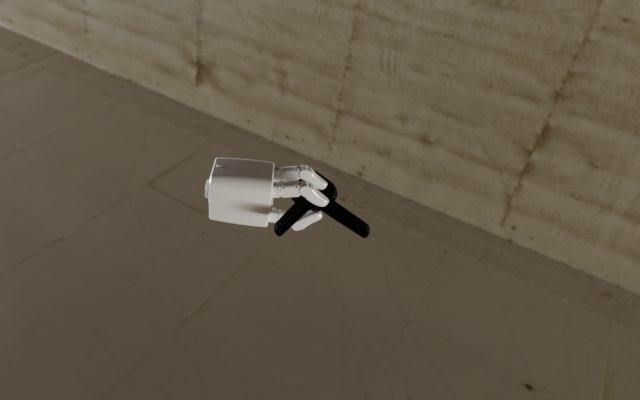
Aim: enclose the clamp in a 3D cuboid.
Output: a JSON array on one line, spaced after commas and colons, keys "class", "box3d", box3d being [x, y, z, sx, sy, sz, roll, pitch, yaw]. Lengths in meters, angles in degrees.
[{"class": "clamp", "box3d": [0.000, 0.003, 0.873, 0.164, 0.036, 0.209, 7, 33, -7]}]
